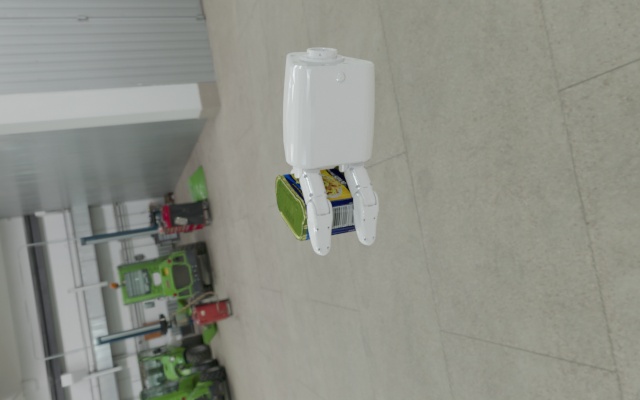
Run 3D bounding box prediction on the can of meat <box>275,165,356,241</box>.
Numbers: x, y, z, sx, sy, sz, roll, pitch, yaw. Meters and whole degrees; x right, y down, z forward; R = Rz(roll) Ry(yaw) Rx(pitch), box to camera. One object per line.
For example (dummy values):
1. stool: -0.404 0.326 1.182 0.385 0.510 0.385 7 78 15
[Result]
1. can of meat: 0.000 0.002 0.570 0.084 0.057 0.102 -9 30 -22
